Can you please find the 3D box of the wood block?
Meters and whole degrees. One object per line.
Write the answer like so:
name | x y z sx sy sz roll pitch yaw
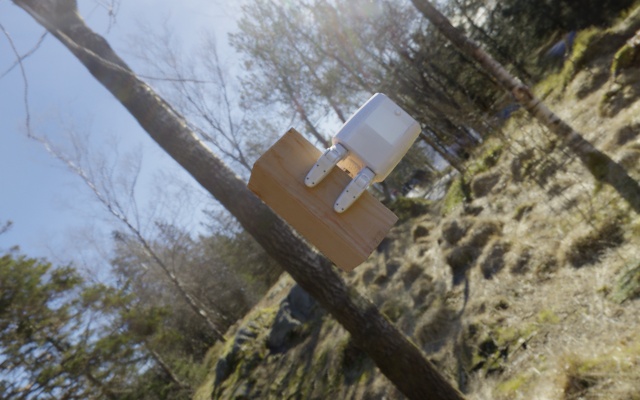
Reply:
wood block | 0.000 0.002 0.717 0.206 0.090 0.091 41 -25 3
